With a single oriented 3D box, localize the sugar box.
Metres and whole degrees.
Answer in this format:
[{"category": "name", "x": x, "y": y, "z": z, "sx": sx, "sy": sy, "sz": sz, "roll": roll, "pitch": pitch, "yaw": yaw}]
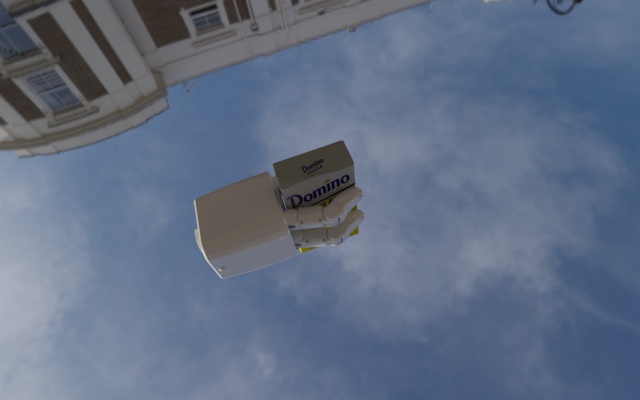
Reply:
[{"category": "sugar box", "x": 0.000, "y": 0.003, "z": 0.632, "sx": 0.093, "sy": 0.048, "sz": 0.176, "roll": -19, "pitch": -29, "yaw": -4}]
